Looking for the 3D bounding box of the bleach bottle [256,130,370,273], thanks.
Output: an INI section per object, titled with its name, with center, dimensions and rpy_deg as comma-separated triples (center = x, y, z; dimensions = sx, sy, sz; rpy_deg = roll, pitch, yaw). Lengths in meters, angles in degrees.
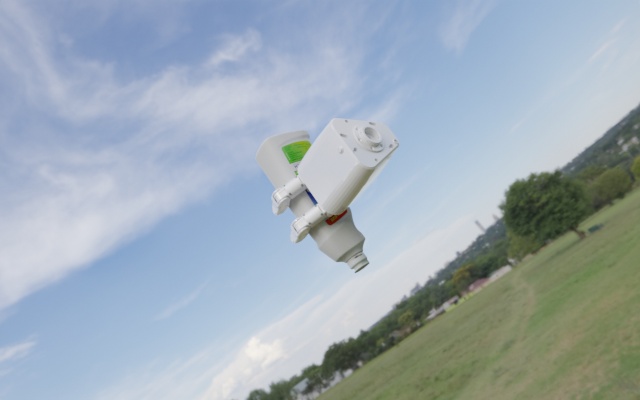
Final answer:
[bleach bottle]
center = 0.000, 0.003, 0.764
dimensions = 0.102, 0.250, 0.068
rpy_deg = -18, -24, -42
